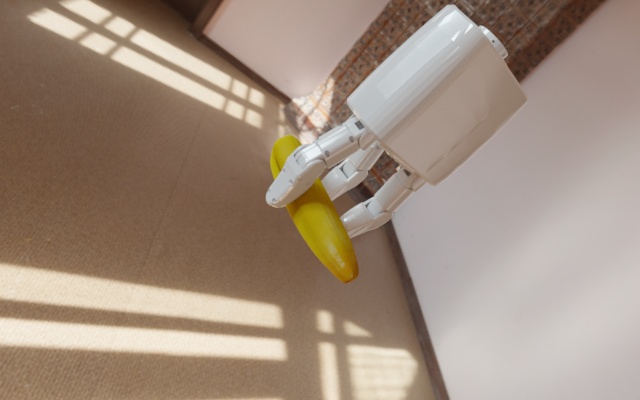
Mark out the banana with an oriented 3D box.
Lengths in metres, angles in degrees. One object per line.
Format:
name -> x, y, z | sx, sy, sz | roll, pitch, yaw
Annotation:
banana -> -0.012, -0.010, 0.438 | 0.070, 0.037, 0.197 | 41, 16, -36
